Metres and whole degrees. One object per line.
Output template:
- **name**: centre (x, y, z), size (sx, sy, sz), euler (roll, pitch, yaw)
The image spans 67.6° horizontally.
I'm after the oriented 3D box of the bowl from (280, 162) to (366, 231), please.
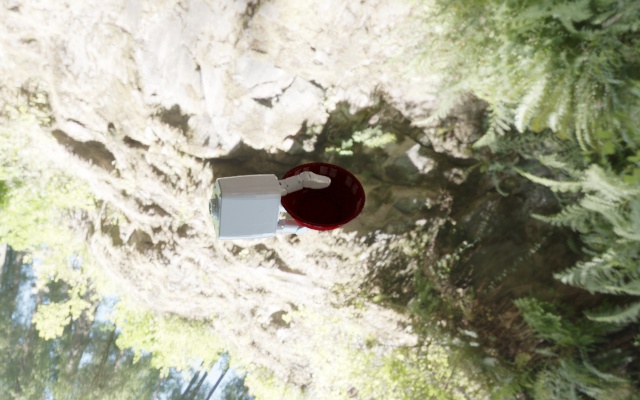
- **bowl**: centre (0.001, 0.003, 0.893), size (0.162, 0.162, 0.055), euler (0, -42, -7)
